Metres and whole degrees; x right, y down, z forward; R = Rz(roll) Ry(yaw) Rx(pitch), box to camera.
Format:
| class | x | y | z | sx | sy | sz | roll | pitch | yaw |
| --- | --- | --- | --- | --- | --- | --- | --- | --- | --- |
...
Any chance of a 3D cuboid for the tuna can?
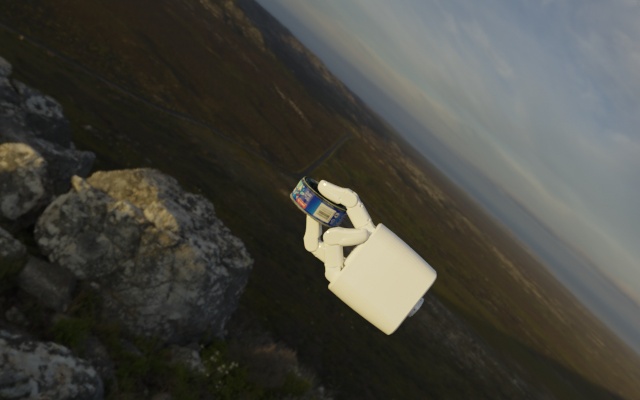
| class | x | y | z | sx | sy | sz | roll | pitch | yaw |
| --- | --- | --- | --- | --- | --- | --- | --- | --- | --- |
| tuna can | 0.000 | 0.002 | 0.702 | 0.086 | 0.034 | 0.086 | 33 | 14 | -9 |
